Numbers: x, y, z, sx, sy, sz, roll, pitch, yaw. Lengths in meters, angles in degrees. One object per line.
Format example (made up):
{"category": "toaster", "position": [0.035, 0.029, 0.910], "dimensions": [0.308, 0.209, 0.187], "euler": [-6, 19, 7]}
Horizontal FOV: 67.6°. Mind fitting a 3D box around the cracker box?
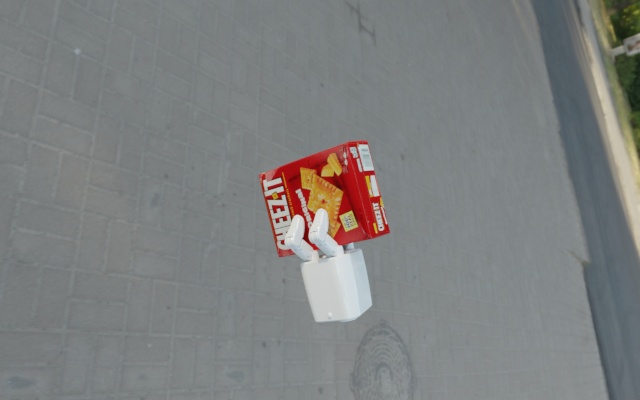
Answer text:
{"category": "cracker box", "position": [0.000, 0.003, 0.843], "dimensions": [0.214, 0.164, 0.072], "euler": [-16, -3, 37]}
